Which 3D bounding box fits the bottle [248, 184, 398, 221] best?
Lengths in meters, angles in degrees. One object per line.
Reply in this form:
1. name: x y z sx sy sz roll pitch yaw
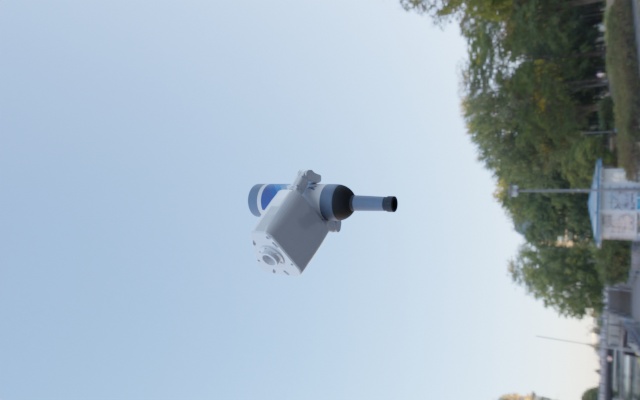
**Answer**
1. bottle: 0.000 0.003 0.875 0.295 0.069 0.069 2 1 33
